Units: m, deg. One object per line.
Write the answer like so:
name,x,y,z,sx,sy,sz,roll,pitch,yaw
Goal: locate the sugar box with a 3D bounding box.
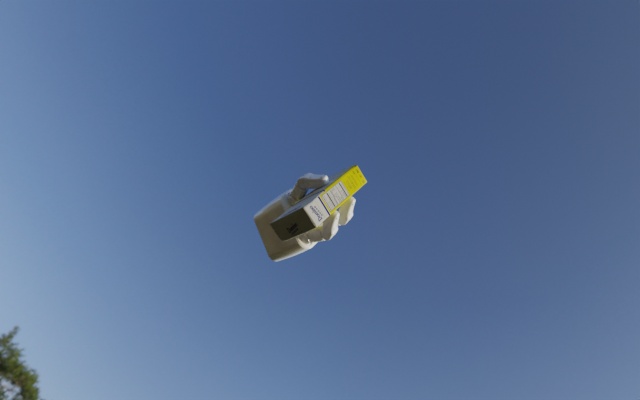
sugar box,0.000,0.003,0.835,0.093,0.048,0.176,-26,12,44
